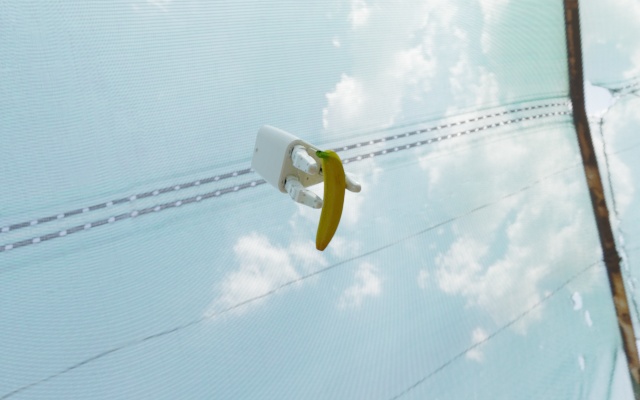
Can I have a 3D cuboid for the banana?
[{"bbox_3d":[0.014,-0.007,0.800,0.069,0.198,0.037,-28,41,-35],"label":"banana"}]
